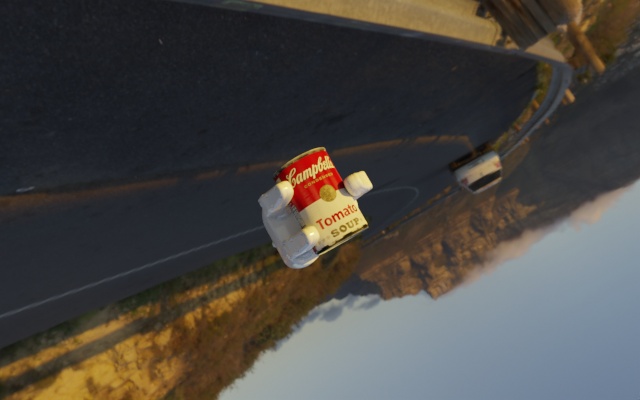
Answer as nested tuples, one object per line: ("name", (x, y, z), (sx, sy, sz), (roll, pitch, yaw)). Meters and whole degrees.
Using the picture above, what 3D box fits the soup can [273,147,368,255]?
("soup can", (0.000, 0.002, 0.533), (0.068, 0.102, 0.068), (-29, -7, -4))
